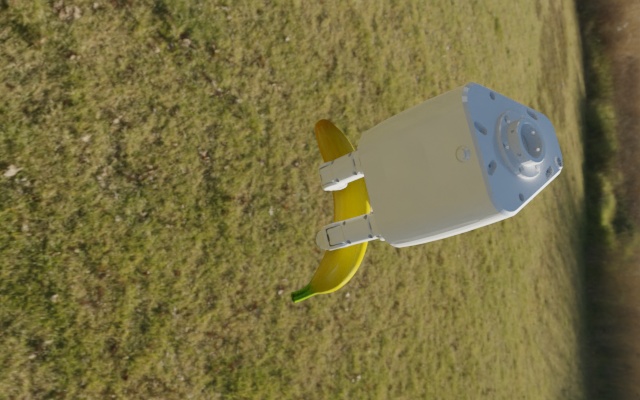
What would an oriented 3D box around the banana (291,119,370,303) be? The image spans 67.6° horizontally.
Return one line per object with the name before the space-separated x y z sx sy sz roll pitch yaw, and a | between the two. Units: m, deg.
banana | 0.018 0.008 0.488 0.069 0.197 0.037 10 -18 -8
